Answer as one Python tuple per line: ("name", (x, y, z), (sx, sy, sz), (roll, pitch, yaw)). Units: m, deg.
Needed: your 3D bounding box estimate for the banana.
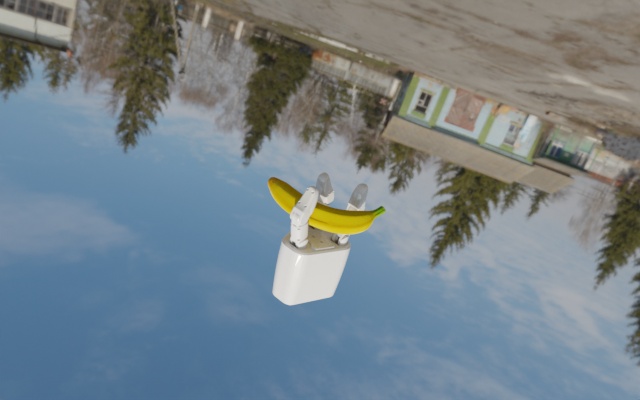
("banana", (-0.003, 0.013, 0.747), (0.198, 0.037, 0.069), (17, 36, 12))
